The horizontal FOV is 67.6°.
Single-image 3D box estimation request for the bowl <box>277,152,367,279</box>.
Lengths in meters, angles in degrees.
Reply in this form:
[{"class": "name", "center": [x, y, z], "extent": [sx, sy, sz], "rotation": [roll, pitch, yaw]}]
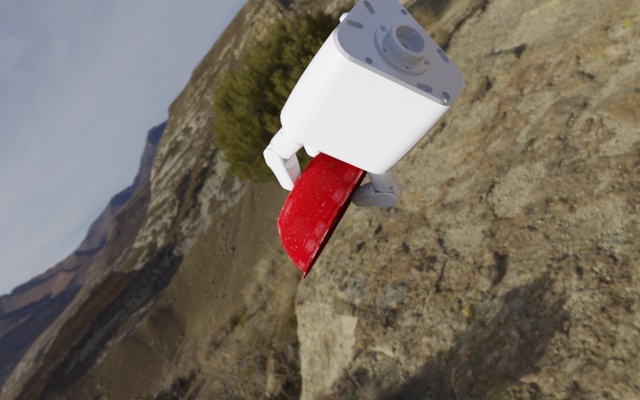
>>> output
[{"class": "bowl", "center": [-0.001, 0.002, 0.517], "extent": [0.055, 0.162, 0.162], "rotation": [30, 3, 5]}]
